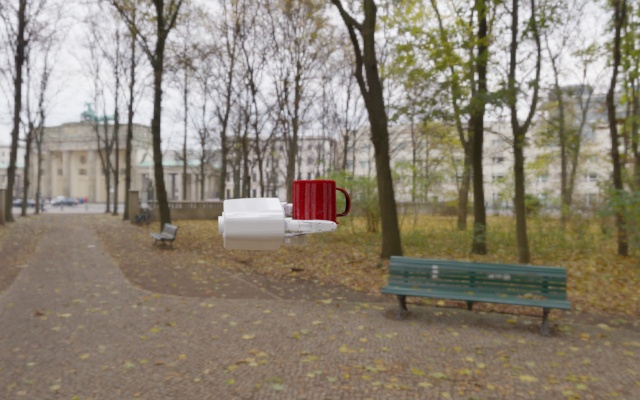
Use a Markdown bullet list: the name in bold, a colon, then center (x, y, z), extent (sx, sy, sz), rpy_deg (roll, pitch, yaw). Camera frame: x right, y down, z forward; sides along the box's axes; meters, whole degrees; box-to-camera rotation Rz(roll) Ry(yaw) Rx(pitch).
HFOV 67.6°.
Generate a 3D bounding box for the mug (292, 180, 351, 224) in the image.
- **mug**: center (0.002, 0.003, 0.891), extent (0.117, 0.081, 0.093), rpy_deg (-1, 1, -12)
